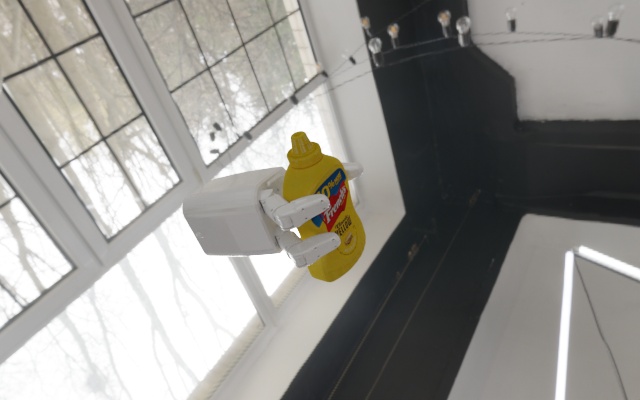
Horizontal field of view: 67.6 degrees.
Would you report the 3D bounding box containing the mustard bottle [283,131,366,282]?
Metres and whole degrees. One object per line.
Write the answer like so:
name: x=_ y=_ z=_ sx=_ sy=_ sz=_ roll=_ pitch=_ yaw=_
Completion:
mustard bottle: x=0.000 y=0.002 z=0.585 sx=0.058 sy=0.192 sz=0.096 roll=11 pitch=44 yaw=38
